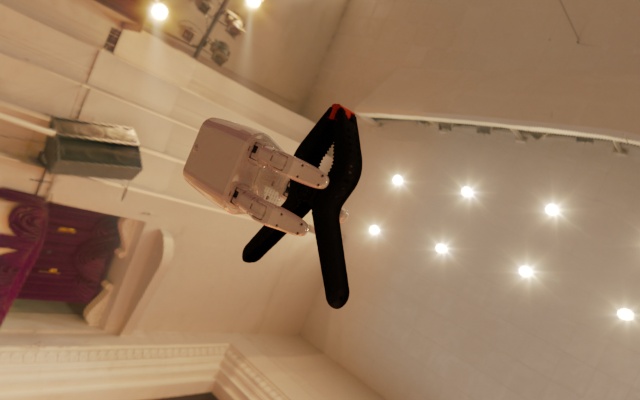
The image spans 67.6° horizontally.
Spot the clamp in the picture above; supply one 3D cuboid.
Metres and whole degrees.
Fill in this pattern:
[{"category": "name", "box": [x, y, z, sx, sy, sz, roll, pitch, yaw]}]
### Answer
[{"category": "clamp", "box": [0.001, 0.001, 0.515, 0.036, 0.210, 0.164, 19, 5, -46]}]
